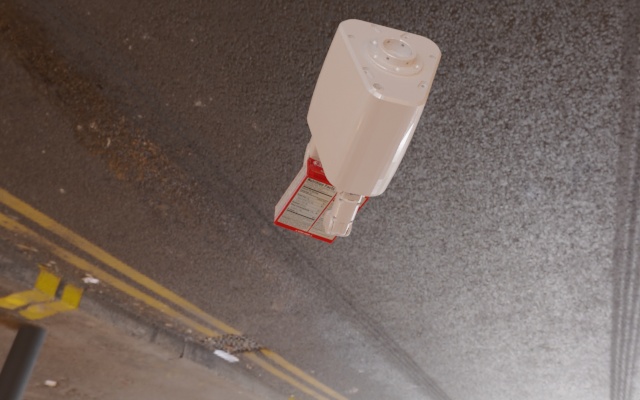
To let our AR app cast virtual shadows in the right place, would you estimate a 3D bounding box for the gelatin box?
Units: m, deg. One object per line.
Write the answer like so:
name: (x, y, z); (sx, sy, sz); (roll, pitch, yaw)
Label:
gelatin box: (0.000, 0.002, 0.517); (0.073, 0.030, 0.089); (20, -48, -19)
